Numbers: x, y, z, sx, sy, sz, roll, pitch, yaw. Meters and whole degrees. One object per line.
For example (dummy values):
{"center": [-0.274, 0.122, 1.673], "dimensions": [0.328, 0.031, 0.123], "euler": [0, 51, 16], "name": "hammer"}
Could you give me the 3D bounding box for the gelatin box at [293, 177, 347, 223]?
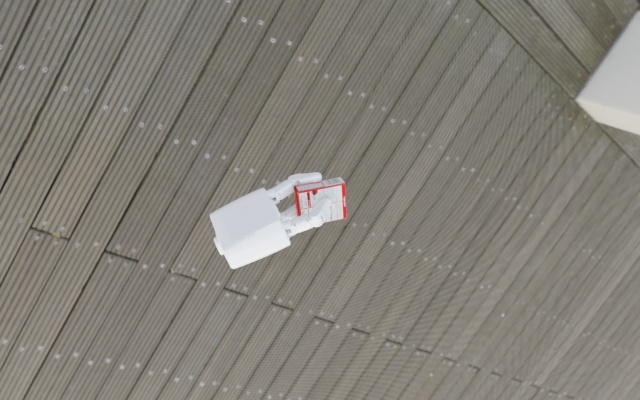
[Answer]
{"center": [0.001, 0.003, 0.843], "dimensions": [0.089, 0.073, 0.030], "euler": [-11, 31, -11], "name": "gelatin box"}
